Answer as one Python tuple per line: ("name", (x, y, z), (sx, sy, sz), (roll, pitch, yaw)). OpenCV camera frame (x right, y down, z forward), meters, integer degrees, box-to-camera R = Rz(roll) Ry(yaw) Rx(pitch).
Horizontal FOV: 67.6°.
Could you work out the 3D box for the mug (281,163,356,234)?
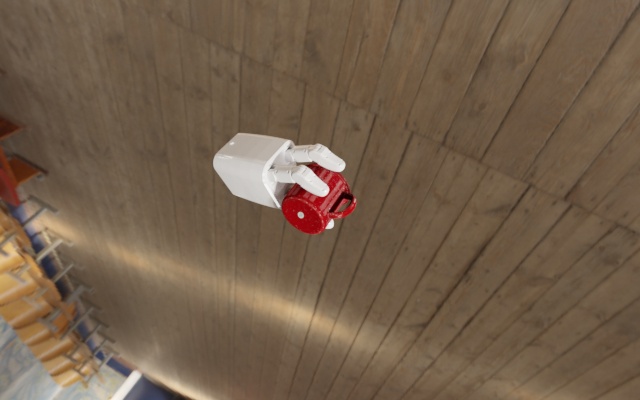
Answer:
("mug", (0.001, 0.003, 0.764), (0.117, 0.093, 0.081), (13, 47, 27))
